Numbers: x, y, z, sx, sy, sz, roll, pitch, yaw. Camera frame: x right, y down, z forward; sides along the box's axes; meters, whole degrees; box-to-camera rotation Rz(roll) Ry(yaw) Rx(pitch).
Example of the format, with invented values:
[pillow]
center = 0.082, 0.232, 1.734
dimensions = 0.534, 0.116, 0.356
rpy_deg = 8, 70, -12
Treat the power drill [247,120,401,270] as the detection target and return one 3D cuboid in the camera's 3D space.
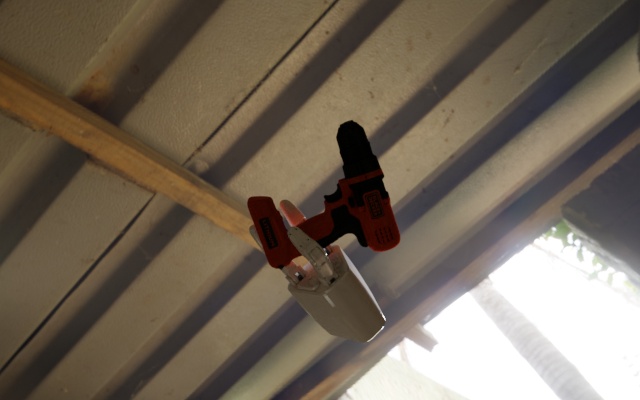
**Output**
[power drill]
center = 0.000, 0.003, 0.652
dimensions = 0.187, 0.184, 0.057
rpy_deg = -19, 2, 3
